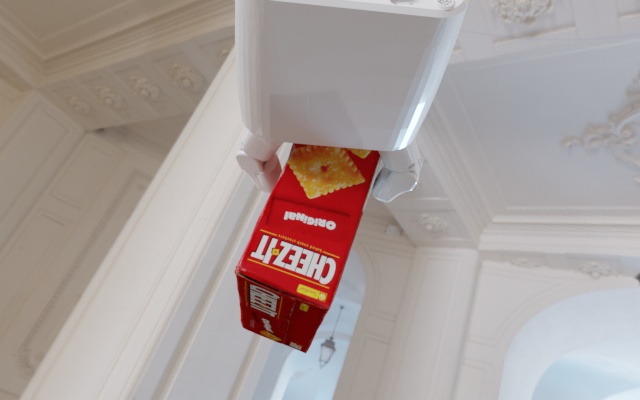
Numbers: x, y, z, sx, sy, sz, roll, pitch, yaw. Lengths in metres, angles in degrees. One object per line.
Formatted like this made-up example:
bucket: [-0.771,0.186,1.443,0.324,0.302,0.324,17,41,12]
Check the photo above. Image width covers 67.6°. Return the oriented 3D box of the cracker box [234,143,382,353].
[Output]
cracker box: [0.000,0.001,0.401,0.072,0.213,0.164,20,-27,3]
